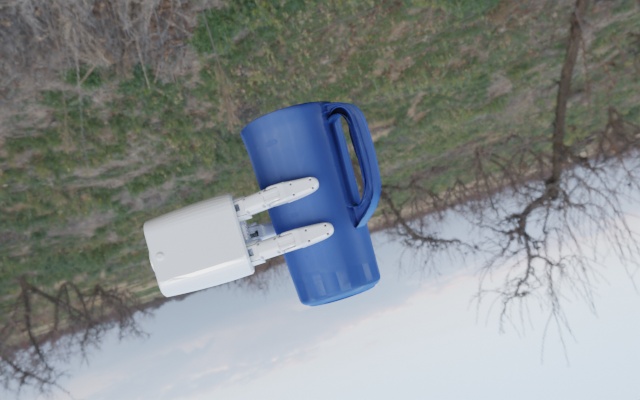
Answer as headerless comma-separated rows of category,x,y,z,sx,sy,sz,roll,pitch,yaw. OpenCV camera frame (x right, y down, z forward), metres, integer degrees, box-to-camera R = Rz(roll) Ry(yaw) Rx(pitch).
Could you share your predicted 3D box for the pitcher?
pitcher,0.000,0.002,0.610,0.145,0.243,0.149,-17,-5,-8
